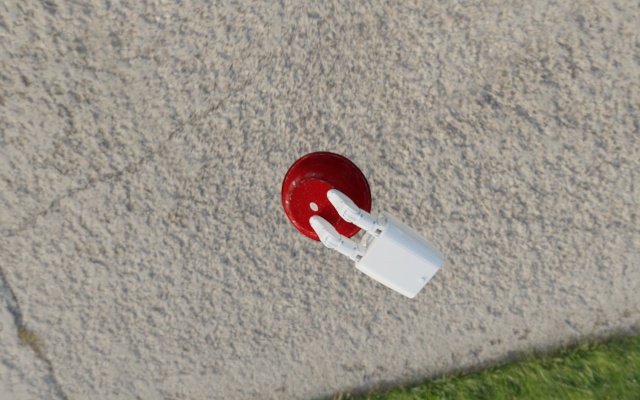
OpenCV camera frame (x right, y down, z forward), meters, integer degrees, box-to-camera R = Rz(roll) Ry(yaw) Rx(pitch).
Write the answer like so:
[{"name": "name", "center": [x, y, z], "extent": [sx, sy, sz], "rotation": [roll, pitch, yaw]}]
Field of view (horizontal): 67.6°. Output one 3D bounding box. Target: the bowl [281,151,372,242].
[{"name": "bowl", "center": [-0.001, 0.002, 0.786], "extent": [0.162, 0.162, 0.055], "rotation": [0, 15, 19]}]
